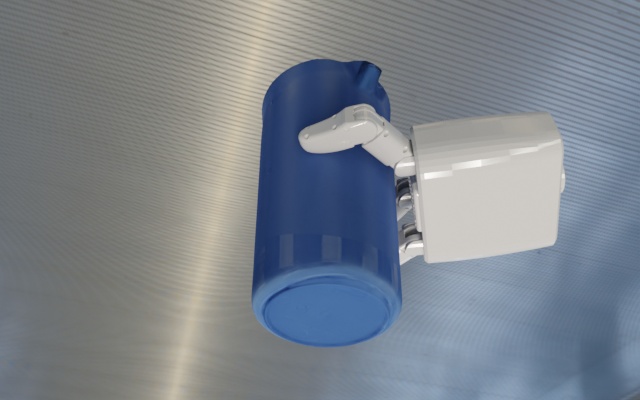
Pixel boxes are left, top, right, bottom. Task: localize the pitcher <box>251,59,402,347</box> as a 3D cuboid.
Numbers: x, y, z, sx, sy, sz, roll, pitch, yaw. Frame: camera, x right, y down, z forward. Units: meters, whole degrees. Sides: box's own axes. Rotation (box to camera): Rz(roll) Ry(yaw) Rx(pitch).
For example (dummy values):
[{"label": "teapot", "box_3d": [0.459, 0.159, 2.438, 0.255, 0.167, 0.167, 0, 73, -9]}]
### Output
[{"label": "pitcher", "box_3d": [0.000, 0.001, 0.424, 0.145, 0.242, 0.149, -8, -44, 9]}]
